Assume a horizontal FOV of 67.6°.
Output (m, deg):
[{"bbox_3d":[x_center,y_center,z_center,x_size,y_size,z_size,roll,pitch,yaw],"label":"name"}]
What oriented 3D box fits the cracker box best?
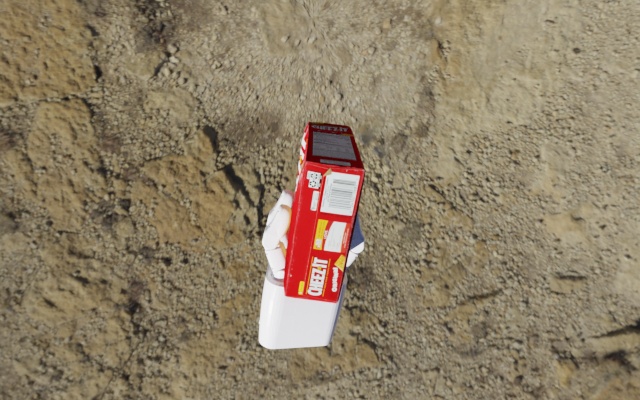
[{"bbox_3d":[0.000,0.002,0.608,0.072,0.164,0.213,8,20,-4],"label":"cracker box"}]
